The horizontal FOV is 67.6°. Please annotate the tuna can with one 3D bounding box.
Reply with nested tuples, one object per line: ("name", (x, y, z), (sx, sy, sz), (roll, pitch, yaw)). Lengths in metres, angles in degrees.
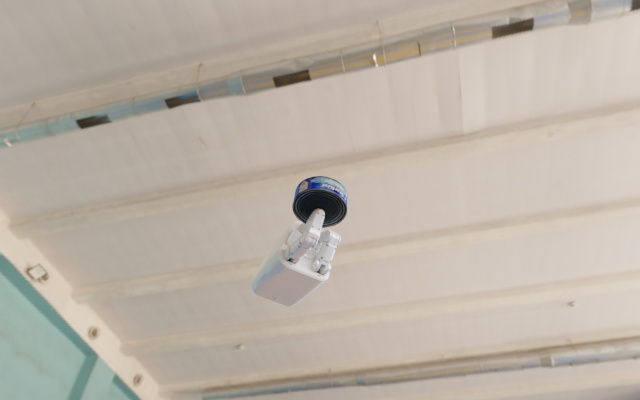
("tuna can", (0.000, 0.002, 0.751), (0.086, 0.033, 0.086), (3, -45, 3))
